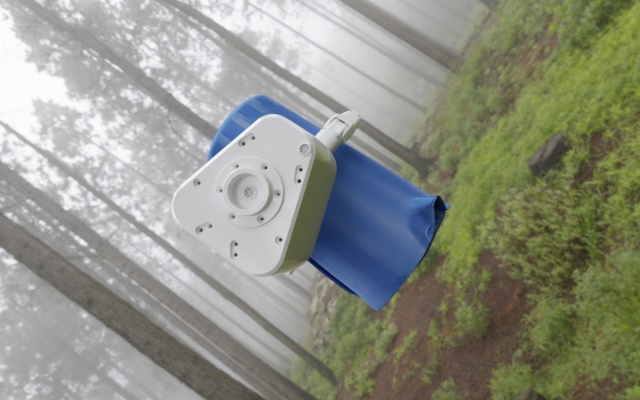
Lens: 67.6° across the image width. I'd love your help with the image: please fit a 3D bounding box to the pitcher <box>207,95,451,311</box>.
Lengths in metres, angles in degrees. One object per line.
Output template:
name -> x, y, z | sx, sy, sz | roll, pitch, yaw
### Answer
pitcher -> 0.000, 0.002, 0.518 | 0.243, 0.149, 0.145 | 35, 5, 7
